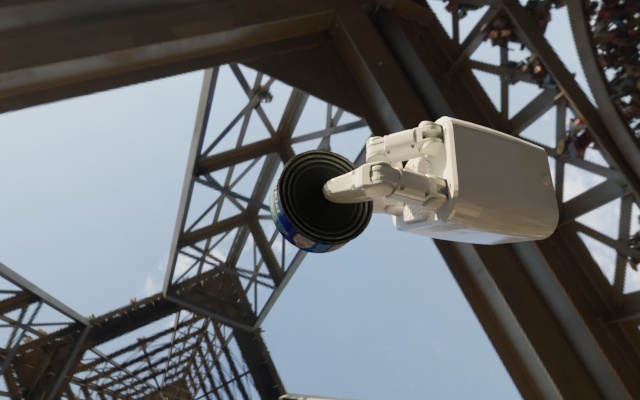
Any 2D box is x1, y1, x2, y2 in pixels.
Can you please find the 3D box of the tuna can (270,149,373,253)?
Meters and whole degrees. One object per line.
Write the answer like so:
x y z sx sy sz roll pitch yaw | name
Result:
0.000 0.002 0.413 0.086 0.086 0.034 0 -22 -23 | tuna can
